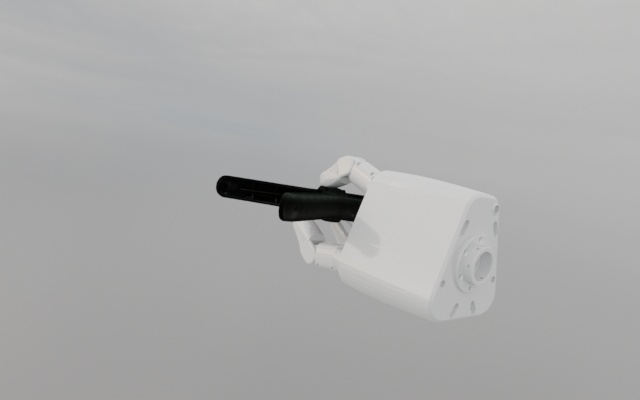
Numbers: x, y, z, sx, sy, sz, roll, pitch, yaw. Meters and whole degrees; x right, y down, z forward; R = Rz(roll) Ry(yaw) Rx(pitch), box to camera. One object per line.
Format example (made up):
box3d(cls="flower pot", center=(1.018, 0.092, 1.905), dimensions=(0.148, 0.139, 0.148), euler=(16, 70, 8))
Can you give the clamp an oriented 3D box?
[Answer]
box3d(cls="clamp", center=(0.001, 0.001, 0.521), dimensions=(0.210, 0.036, 0.164), euler=(6, 7, -40))
